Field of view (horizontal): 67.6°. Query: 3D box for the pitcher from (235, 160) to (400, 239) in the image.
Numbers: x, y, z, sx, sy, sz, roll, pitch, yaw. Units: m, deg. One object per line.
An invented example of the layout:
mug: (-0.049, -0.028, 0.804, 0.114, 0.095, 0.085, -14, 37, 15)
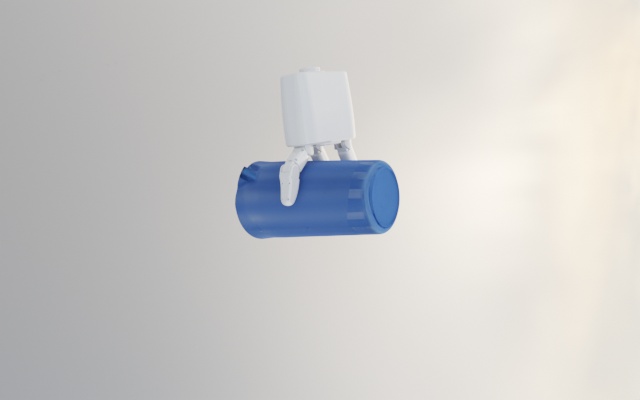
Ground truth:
pitcher: (0.000, 0.002, 0.757, 0.243, 0.145, 0.149, -1, 10, 35)
